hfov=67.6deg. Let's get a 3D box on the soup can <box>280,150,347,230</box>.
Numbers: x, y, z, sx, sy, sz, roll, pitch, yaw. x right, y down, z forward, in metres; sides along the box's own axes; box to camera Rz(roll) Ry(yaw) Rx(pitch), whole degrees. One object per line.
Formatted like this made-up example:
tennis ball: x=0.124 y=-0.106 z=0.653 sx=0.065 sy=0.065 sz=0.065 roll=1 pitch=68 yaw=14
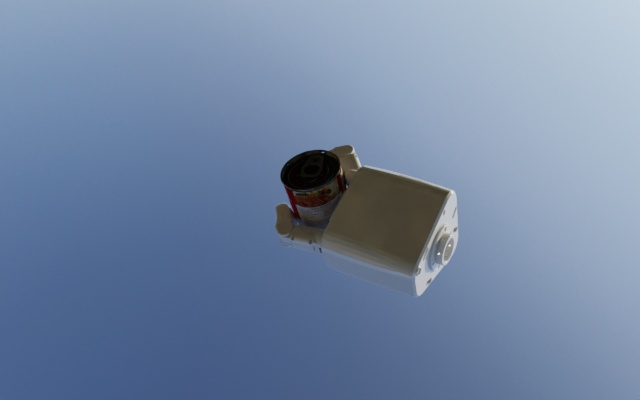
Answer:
soup can: x=0.000 y=0.002 z=0.551 sx=0.068 sy=0.102 sz=0.068 roll=-9 pitch=42 yaw=9
